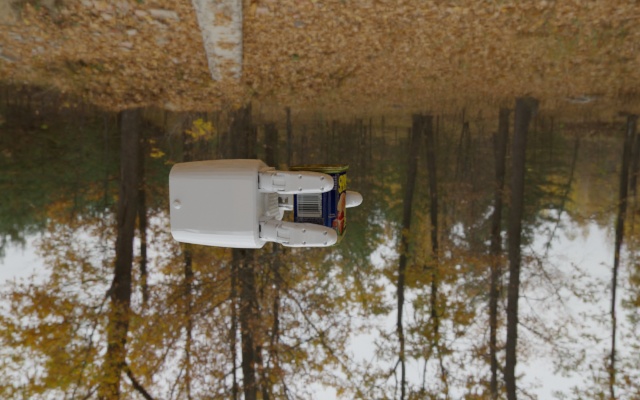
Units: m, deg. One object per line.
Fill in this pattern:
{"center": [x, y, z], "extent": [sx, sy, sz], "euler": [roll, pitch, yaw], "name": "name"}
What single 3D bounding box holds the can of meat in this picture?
{"center": [0.000, 0.002, 0.542], "extent": [0.057, 0.084, 0.102], "euler": [1, 6, 9], "name": "can of meat"}
